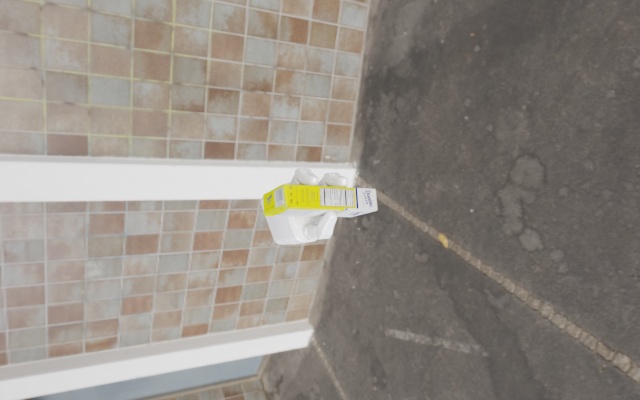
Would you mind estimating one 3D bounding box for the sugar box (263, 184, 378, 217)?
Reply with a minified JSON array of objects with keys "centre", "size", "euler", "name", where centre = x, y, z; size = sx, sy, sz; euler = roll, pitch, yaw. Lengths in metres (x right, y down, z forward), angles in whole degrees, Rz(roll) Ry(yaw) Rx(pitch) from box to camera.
[{"centre":[0.000,0.002,0.821],"size":[0.176,0.048,0.093],"euler":[-1,-9,-30],"name":"sugar box"}]
